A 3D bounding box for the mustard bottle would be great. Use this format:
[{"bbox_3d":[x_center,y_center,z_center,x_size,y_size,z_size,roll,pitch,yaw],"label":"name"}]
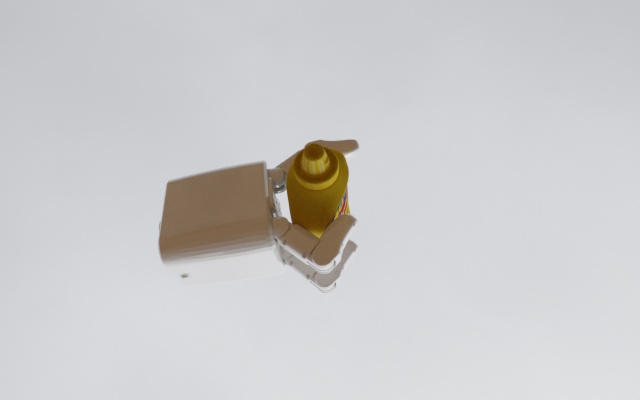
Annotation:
[{"bbox_3d":[0.000,0.002,0.491,0.058,0.096,0.192,12,-25,11],"label":"mustard bottle"}]
